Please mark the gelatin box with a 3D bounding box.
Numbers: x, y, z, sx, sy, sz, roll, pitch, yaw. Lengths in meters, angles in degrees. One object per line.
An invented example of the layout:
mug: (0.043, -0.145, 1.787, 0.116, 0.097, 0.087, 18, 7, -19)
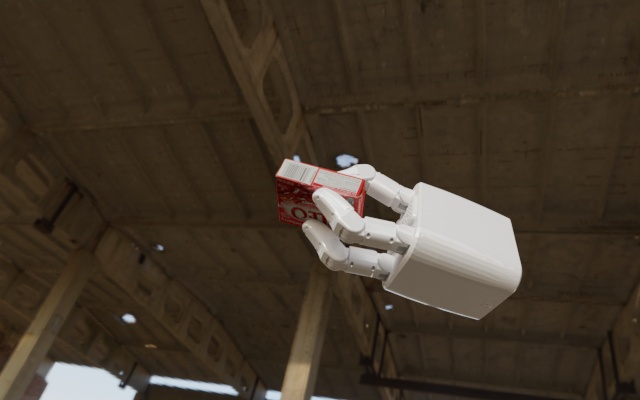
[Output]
gelatin box: (0.000, 0.001, 0.496, 0.089, 0.030, 0.073, 16, -39, 13)
